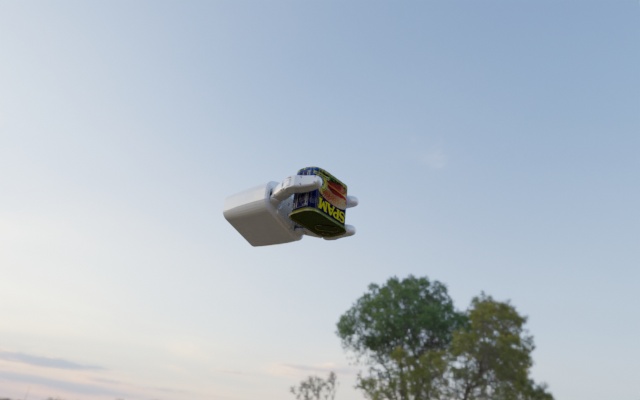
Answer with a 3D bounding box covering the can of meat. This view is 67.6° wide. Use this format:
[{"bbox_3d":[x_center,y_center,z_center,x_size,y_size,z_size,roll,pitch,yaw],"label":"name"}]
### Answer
[{"bbox_3d":[0.000,0.002,0.785,0.057,0.084,0.102,-17,-35,36],"label":"can of meat"}]
